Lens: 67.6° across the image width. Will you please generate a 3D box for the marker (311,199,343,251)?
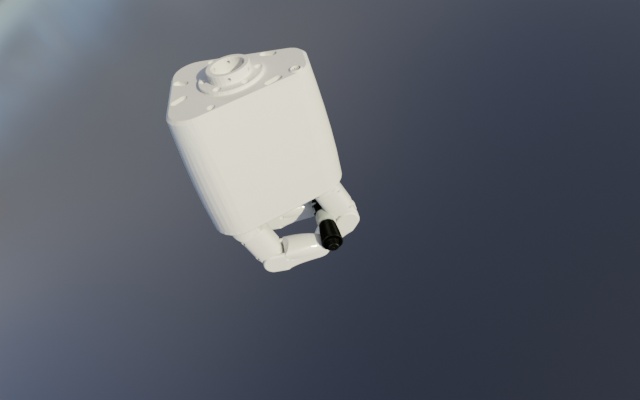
[{"bbox_3d":[0.000,0.002,0.448,0.020,0.020,0.121,0,39,-14],"label":"marker"}]
